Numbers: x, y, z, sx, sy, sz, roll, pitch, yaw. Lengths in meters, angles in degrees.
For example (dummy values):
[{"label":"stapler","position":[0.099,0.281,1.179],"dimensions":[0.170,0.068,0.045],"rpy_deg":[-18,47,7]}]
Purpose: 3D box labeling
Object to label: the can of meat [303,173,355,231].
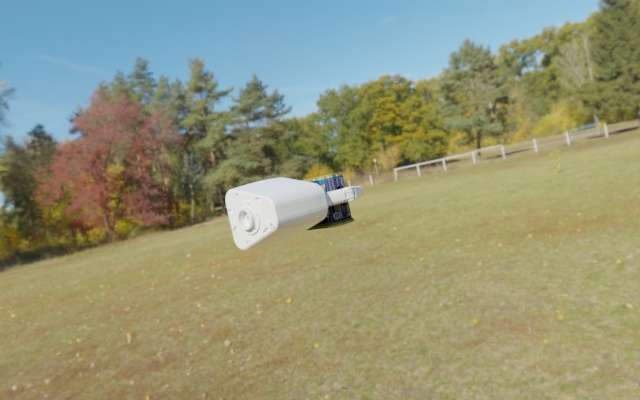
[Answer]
[{"label":"can of meat","position":[0.000,0.002,0.800],"dimensions":[0.102,0.084,0.057],"rpy_deg":[-10,3,45]}]
